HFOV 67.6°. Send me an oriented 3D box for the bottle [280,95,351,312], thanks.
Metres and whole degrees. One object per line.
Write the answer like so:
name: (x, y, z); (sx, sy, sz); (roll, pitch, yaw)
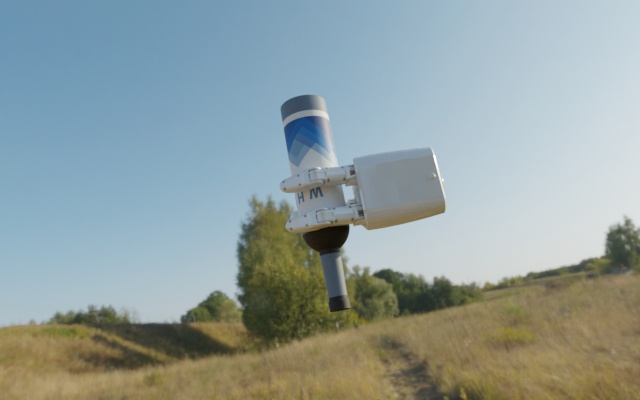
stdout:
bottle: (0.000, 0.002, 0.654); (0.069, 0.295, 0.069); (-10, -15, -3)
